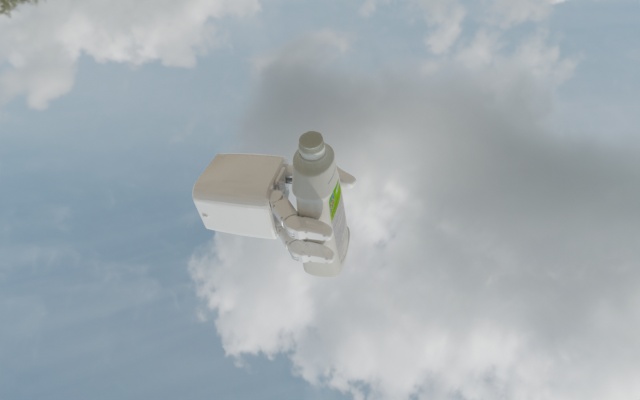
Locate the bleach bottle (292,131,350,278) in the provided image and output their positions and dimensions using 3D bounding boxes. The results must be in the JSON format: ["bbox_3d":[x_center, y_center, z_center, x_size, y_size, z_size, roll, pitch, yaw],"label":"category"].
[{"bbox_3d":[0.000,0.002,0.647,0.068,0.102,0.251,5,-38,10],"label":"bleach bottle"}]
